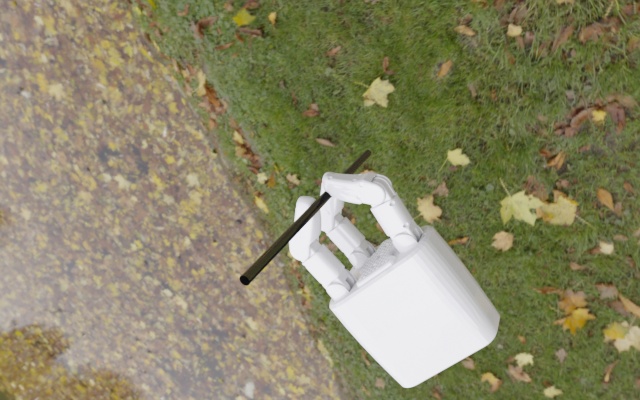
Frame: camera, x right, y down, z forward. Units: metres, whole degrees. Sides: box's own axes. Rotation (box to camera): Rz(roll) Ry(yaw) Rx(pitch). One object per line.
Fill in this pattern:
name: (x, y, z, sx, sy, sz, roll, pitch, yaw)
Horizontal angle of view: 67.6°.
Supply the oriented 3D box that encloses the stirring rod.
stirring rod: (0.000, 0.001, 0.412, 0.011, 0.011, 0.239, 0, 25, 28)
